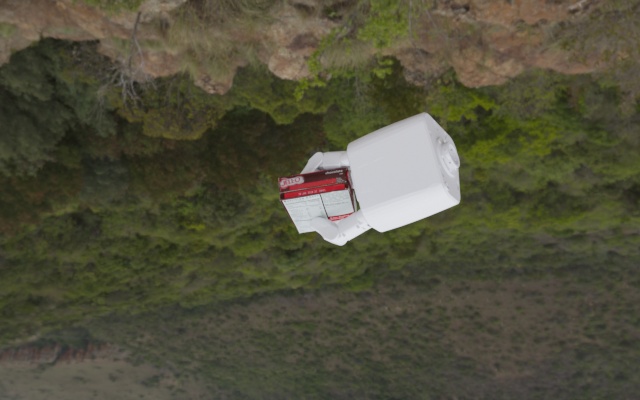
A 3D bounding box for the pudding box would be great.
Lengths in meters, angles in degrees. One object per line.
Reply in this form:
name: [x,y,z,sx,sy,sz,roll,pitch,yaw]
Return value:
pudding box: [0.000,0.002,0.640,0.090,0.039,0.114,-8,-29,7]
